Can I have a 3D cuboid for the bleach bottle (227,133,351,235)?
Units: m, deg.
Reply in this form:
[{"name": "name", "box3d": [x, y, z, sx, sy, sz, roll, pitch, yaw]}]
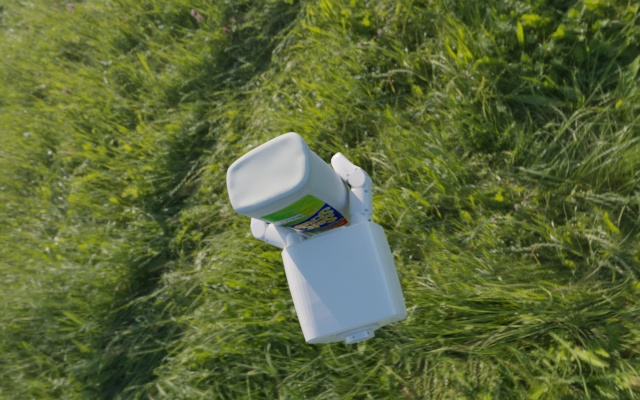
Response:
[{"name": "bleach bottle", "box3d": [0.000, 0.002, 0.584, 0.102, 0.068, 0.251, -24, -23, 21]}]
